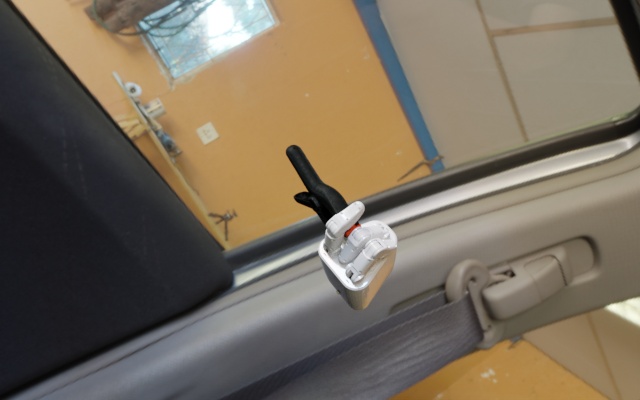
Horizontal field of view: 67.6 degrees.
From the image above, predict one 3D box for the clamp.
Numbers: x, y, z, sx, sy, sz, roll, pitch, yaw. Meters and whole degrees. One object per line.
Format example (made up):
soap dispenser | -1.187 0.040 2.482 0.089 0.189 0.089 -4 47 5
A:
clamp | 0.001 0.002 0.745 0.039 0.171 0.120 -30 -30 -14
